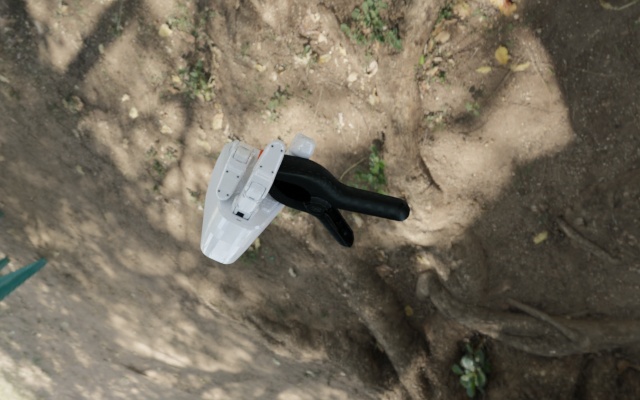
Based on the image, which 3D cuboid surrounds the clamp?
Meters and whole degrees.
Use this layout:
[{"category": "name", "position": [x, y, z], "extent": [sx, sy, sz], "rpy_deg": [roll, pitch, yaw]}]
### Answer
[{"category": "clamp", "position": [0.000, 0.002, 0.536], "extent": [0.171, 0.039, 0.120], "rpy_deg": [26, -39, -11]}]
